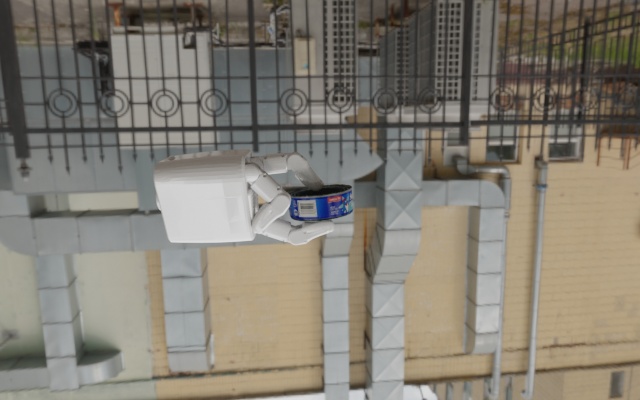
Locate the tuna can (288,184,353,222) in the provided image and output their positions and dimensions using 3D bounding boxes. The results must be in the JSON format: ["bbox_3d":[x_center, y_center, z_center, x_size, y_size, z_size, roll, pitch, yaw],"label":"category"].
[{"bbox_3d":[0.000,0.003,0.626,0.086,0.034,0.086,-6,10,1],"label":"tuna can"}]
